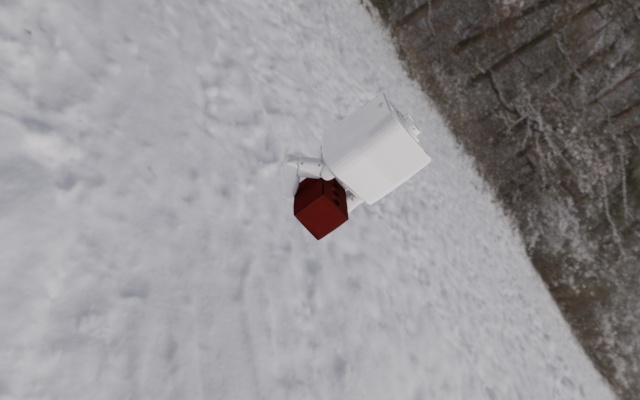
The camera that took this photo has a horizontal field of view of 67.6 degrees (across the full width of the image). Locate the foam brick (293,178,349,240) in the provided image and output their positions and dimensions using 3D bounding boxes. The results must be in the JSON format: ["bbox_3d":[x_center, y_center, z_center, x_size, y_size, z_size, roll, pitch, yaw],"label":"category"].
[{"bbox_3d":[0.000,0.002,0.634,0.051,0.053,0.078,-34,27,19],"label":"foam brick"}]
